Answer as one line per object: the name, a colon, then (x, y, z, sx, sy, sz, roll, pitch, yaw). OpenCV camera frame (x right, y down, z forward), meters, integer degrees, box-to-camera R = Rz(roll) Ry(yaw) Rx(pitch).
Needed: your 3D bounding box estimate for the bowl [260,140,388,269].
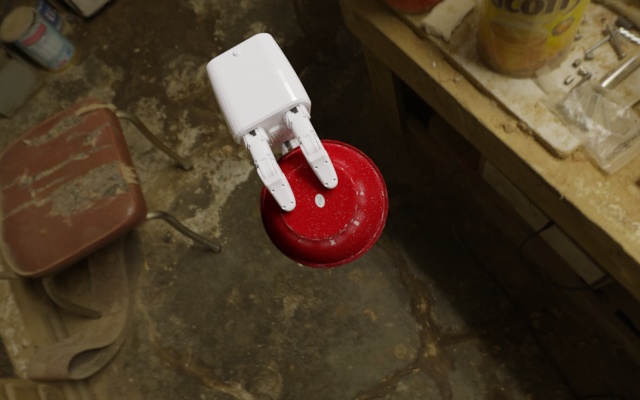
bowl: (0.001, 0.003, 0.572, 0.162, 0.162, 0.055, 0, -4, 7)
